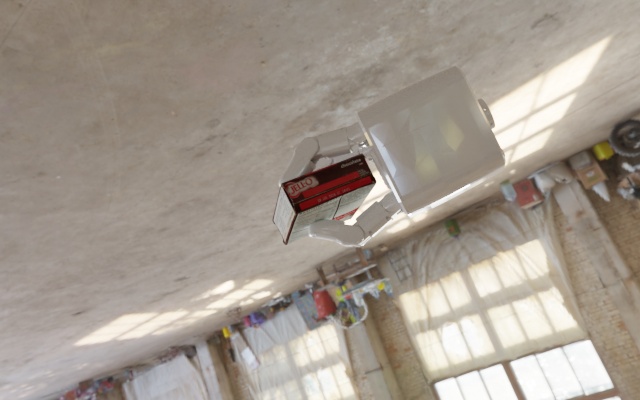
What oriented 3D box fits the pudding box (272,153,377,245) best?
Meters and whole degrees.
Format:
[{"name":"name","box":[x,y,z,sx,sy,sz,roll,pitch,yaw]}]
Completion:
[{"name":"pudding box","box":[0.000,0.002,0.501,0.090,0.039,0.113,-21,-18,-17]}]
